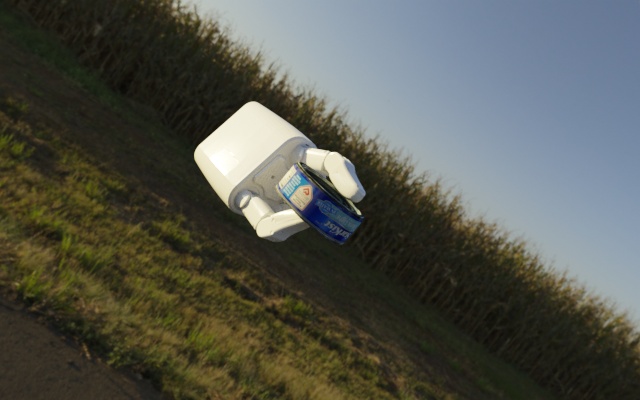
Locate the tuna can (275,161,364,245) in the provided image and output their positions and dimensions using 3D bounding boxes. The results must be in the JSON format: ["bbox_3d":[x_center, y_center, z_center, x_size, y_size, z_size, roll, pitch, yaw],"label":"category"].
[{"bbox_3d":[0.000,0.001,0.455,0.086,0.034,0.086,40,8,-7],"label":"tuna can"}]
